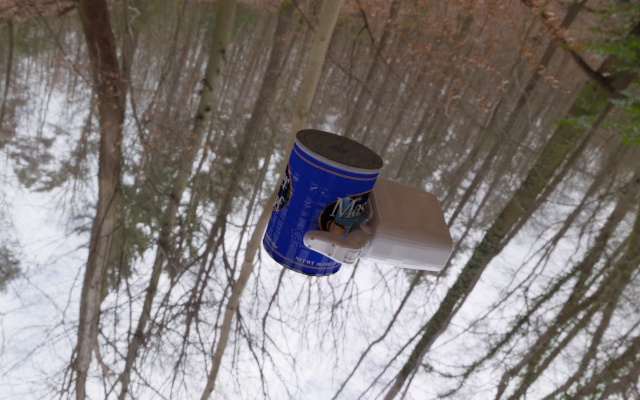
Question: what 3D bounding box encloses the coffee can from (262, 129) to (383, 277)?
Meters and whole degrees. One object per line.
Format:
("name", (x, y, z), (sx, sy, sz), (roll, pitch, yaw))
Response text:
("coffee can", (0.000, 0.002, 0.556), (0.103, 0.140, 0.102), (17, 23, -7))
